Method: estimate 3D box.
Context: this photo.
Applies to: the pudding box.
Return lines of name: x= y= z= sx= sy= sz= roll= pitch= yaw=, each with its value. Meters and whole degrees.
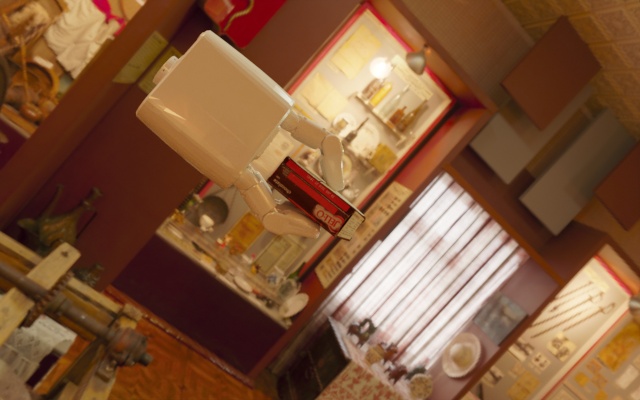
pudding box: x=0.000 y=0.001 z=0.510 sx=0.090 sy=0.039 sz=0.113 roll=40 pitch=3 yaw=13
